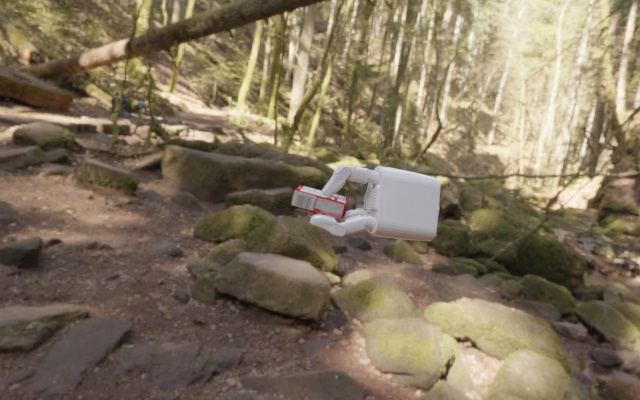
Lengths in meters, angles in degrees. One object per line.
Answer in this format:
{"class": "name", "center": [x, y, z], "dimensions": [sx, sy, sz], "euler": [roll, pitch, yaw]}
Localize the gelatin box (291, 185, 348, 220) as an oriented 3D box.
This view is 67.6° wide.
{"class": "gelatin box", "center": [0.000, 0.002, 0.794], "dimensions": [0.089, 0.030, 0.073], "euler": [16, 9, 2]}
